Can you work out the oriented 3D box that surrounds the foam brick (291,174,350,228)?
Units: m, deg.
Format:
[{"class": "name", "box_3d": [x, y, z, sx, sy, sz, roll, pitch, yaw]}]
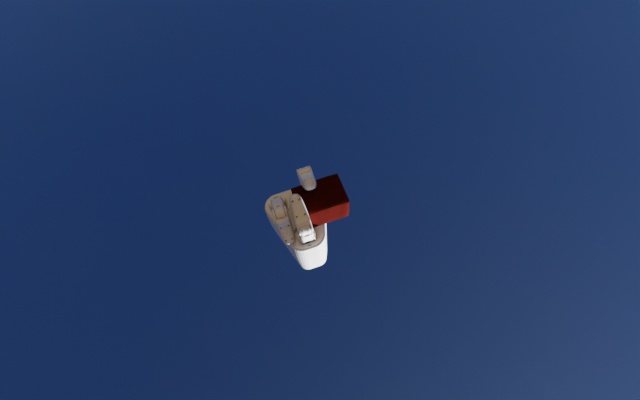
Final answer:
[{"class": "foam brick", "box_3d": [0.000, 0.002, 0.731, 0.078, 0.053, 0.051, -18, -27, -4]}]
